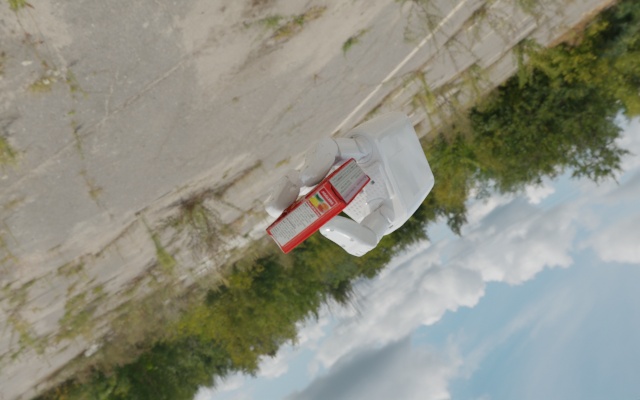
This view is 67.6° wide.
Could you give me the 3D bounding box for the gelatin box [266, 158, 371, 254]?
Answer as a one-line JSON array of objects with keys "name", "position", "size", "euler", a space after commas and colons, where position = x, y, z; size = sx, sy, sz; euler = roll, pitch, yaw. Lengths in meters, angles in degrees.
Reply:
[{"name": "gelatin box", "position": [0.000, 0.002, 0.423], "size": [0.073, 0.030, 0.089], "euler": [-38, 3, 25]}]
